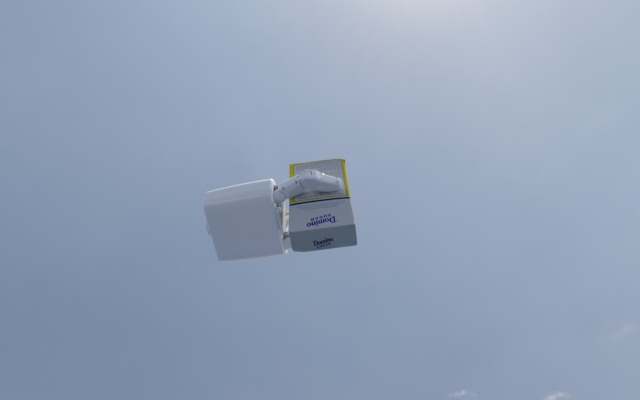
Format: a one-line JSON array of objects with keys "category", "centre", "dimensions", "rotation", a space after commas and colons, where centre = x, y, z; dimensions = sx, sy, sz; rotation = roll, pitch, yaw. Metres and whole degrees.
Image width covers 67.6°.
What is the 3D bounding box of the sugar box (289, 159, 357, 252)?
[{"category": "sugar box", "centre": [0.000, 0.003, 0.721], "dimensions": [0.093, 0.048, 0.176], "rotation": [-7, 38, 2]}]
